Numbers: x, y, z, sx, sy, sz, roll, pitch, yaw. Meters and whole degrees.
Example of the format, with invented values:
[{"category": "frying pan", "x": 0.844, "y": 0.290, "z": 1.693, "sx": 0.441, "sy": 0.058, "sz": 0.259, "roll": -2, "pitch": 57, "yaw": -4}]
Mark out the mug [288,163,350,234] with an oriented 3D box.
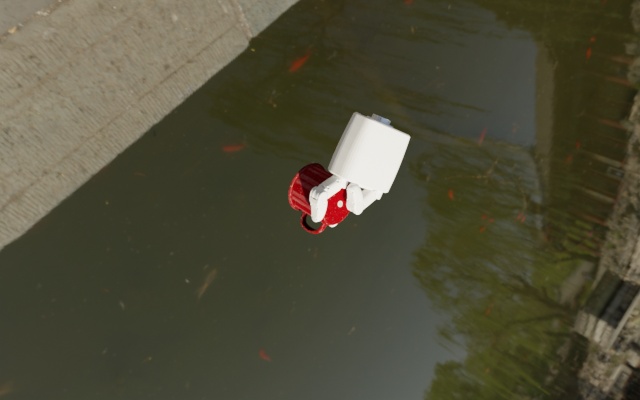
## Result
[{"category": "mug", "x": 0.000, "y": 0.004, "z": 0.838, "sx": 0.081, "sy": 0.117, "sz": 0.093, "roll": 31, "pitch": 14, "yaw": 36}]
